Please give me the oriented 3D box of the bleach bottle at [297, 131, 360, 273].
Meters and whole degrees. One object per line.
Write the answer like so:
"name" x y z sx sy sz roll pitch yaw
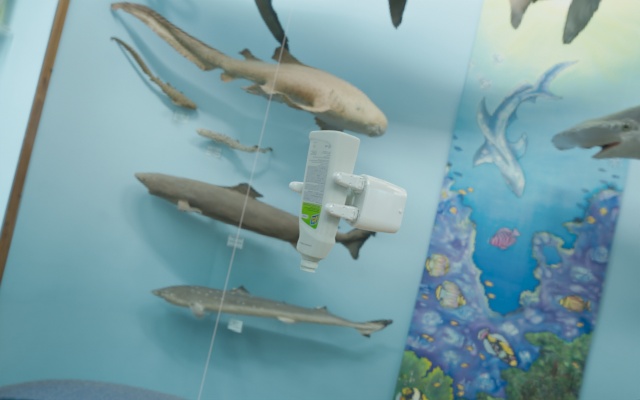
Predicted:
"bleach bottle" 0.000 0.003 0.866 0.068 0.251 0.102 14 -2 -35
